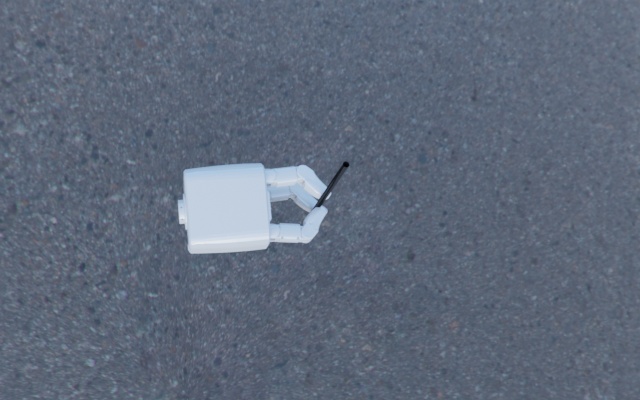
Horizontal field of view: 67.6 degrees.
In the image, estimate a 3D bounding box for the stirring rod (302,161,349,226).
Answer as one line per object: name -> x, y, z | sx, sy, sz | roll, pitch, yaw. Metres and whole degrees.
stirring rod -> 0.000, 0.002, 0.672 | 0.011, 0.011, 0.240 | 0, -22, -16
